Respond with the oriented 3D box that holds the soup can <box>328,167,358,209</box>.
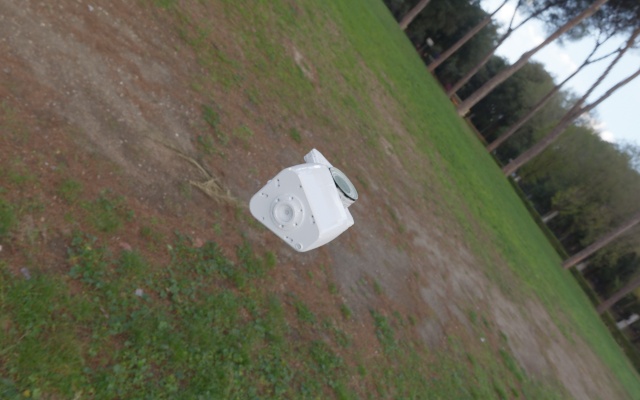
[{"bbox_3d":[0.001,0.002,0.762,0.102,0.068,0.068,-39,-16,20],"label":"soup can"}]
